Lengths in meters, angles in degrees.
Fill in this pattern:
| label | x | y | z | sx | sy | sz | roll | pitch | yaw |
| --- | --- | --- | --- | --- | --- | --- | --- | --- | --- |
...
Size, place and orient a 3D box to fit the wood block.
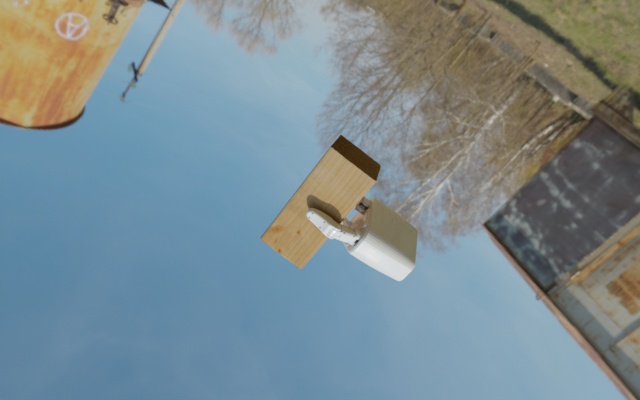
| label | x | y | z | sx | sy | sz | roll | pitch | yaw |
| --- | --- | --- | --- | --- | --- | --- | --- | --- | --- |
| wood block | 0.000 | 0.003 | 0.805 | 0.090 | 0.206 | 0.090 | 37 | 23 | -3 |
